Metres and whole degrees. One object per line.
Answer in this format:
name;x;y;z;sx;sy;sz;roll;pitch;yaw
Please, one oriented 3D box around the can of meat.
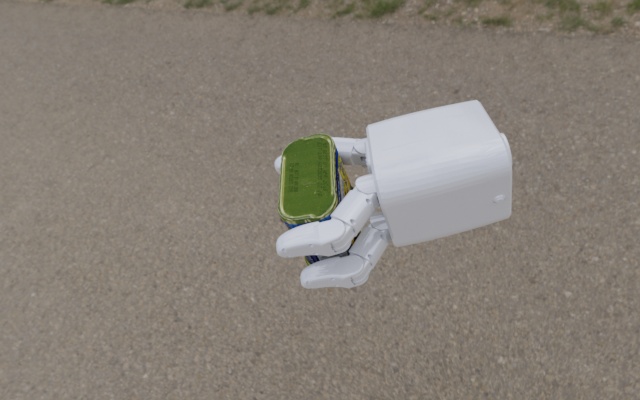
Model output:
can of meat;0.000;0.001;0.444;0.057;0.102;0.084;-11;-39;12
